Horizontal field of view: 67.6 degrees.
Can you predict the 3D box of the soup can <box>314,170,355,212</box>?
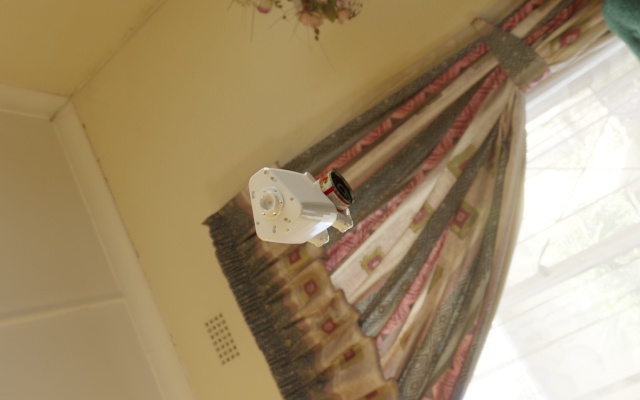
[{"bbox_3d":[0.000,0.003,0.839,0.102,0.068,0.068,-35,-15,22],"label":"soup can"}]
